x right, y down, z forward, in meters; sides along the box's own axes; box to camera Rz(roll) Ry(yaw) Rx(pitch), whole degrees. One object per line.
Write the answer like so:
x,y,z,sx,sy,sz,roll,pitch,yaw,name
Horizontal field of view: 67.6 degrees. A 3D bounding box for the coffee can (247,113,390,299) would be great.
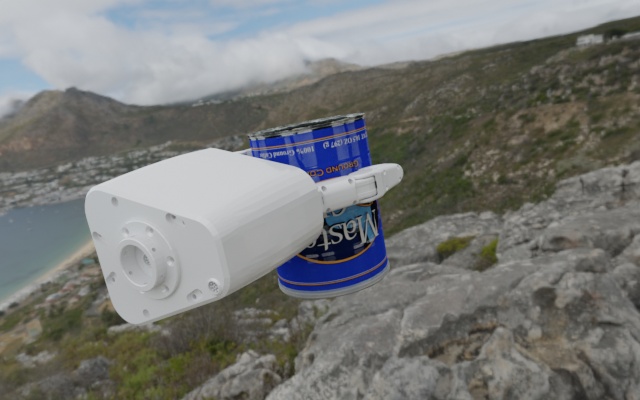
0.000,0.001,0.424,0.103,0.140,0.102,-10,12,2,coffee can
